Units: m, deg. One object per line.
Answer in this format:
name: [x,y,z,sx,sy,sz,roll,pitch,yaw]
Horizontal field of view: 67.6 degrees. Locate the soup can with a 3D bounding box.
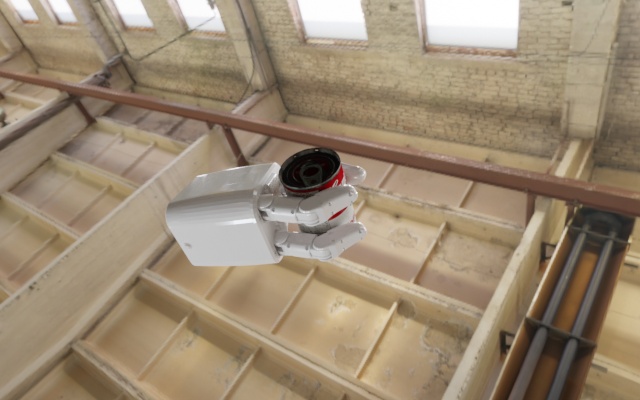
soup can: [0.001,0.002,0.533,0.068,0.102,0.068,-10,40,9]
